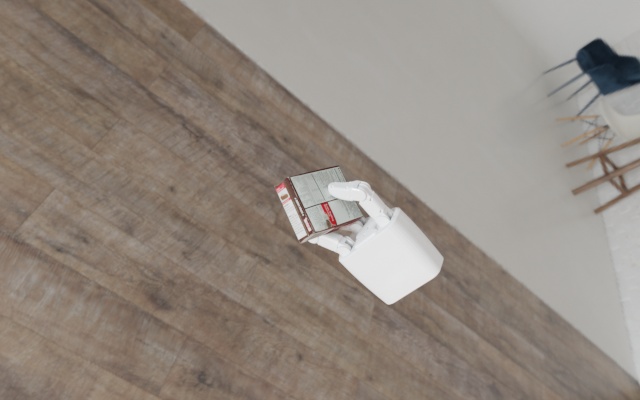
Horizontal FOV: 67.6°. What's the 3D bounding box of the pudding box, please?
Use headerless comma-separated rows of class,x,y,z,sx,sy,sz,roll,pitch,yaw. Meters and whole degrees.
pudding box,0.000,0.002,0.690,0.113,0.090,0.039,-15,-14,-47
